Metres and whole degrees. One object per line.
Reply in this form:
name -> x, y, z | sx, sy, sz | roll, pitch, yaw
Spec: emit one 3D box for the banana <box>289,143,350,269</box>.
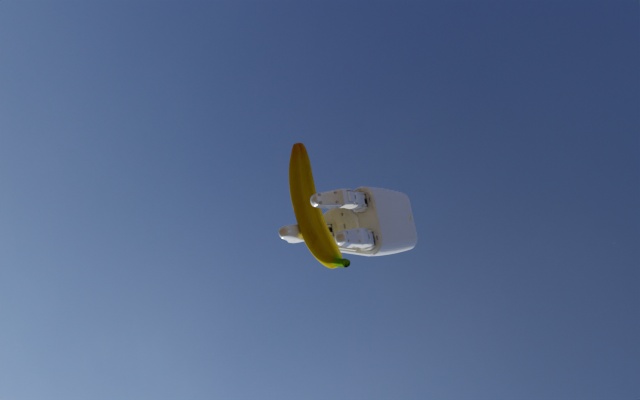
banana -> -0.008, 0.015, 0.654 | 0.037, 0.197, 0.070 | -1, -33, -38
